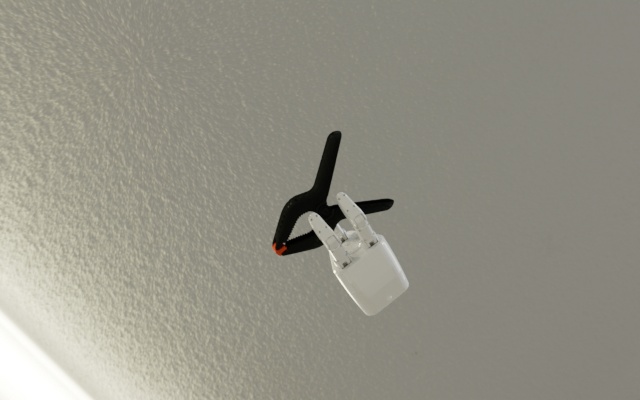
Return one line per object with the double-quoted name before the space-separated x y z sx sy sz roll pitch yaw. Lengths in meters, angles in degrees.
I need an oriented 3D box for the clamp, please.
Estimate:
"clamp" 0.000 0.003 0.764 0.210 0.165 0.036 -36 20 -8
